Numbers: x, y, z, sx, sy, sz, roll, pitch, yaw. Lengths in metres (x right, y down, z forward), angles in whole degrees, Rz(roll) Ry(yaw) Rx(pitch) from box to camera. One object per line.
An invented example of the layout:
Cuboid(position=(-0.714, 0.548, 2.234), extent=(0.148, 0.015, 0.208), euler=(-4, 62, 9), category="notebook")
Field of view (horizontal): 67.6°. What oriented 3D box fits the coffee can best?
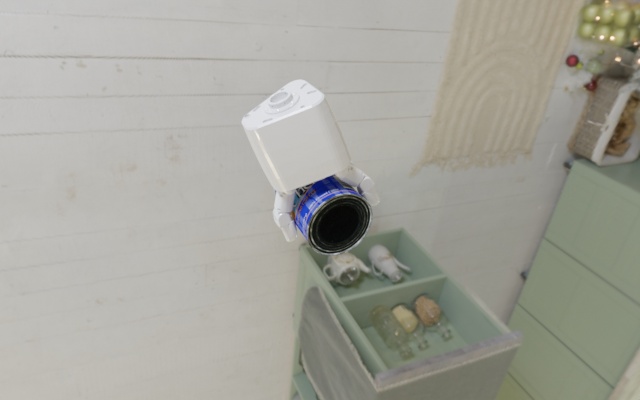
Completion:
Cuboid(position=(0.000, 0.002, 0.722), extent=(0.103, 0.103, 0.140), euler=(0, 29, -28), category="coffee can")
